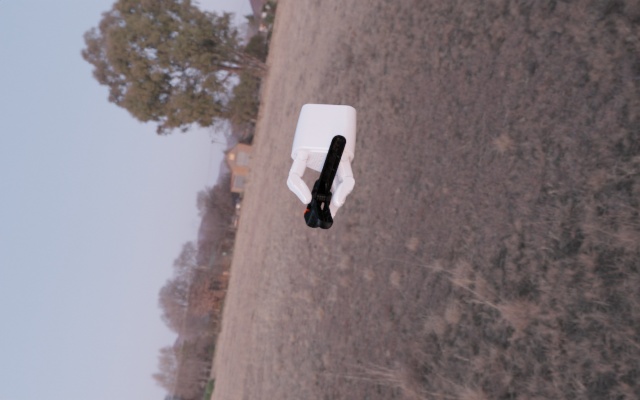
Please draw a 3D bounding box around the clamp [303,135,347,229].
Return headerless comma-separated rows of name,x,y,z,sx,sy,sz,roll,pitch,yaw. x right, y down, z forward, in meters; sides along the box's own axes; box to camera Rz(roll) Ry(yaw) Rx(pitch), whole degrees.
clamp,-0.001,0.003,0.848,0.036,0.164,0.210,14,-28,-8
